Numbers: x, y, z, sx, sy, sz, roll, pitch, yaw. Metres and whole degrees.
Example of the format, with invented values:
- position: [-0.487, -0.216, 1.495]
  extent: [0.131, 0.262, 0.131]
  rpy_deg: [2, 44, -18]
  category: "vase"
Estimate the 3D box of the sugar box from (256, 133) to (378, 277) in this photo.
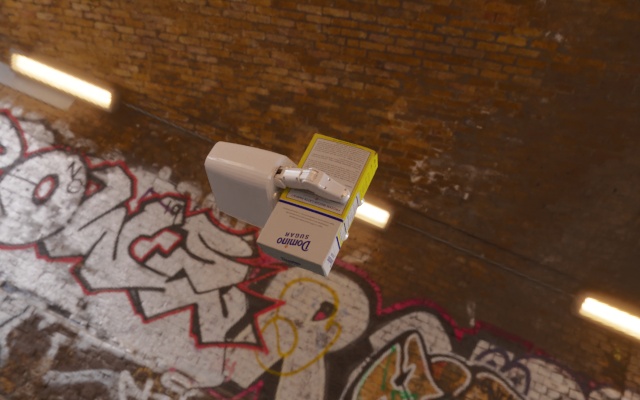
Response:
- position: [0.000, 0.002, 0.618]
  extent: [0.093, 0.176, 0.048]
  rpy_deg: [18, -23, 20]
  category: "sugar box"
